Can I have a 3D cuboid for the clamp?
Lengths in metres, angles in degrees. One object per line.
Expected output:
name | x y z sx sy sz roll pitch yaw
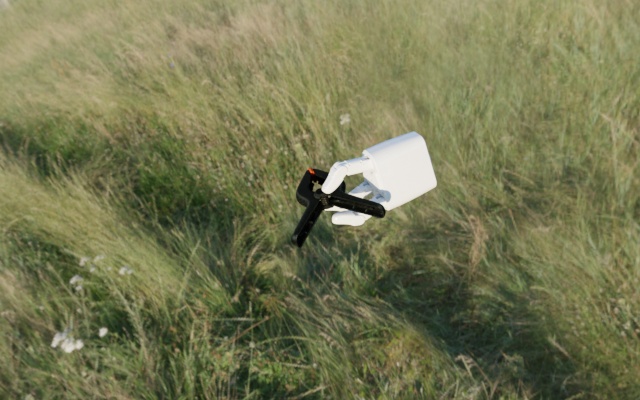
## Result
clamp | 0.000 0.002 0.861 0.164 0.036 0.210 -23 35 -11
